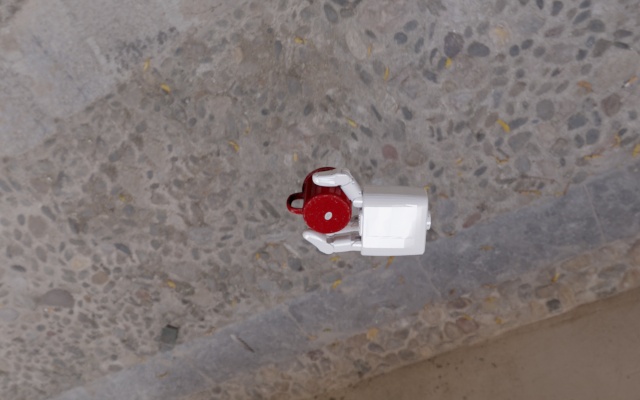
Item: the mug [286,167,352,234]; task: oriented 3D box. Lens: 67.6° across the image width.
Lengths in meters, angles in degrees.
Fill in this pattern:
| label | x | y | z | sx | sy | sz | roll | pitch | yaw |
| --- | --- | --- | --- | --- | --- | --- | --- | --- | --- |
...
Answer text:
| label | x | y | z | sx | sy | sz | roll | pitch | yaw |
| --- | --- | --- | --- | --- | --- | --- | --- | --- | --- |
| mug | -0.001 | 0.003 | 0.809 | 0.117 | 0.093 | 0.081 | -1 | 32 | 3 |
